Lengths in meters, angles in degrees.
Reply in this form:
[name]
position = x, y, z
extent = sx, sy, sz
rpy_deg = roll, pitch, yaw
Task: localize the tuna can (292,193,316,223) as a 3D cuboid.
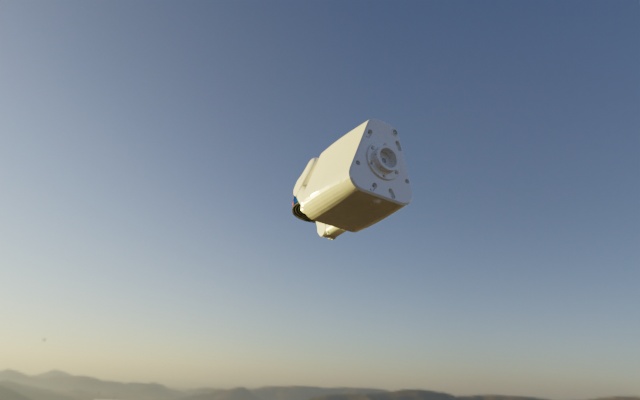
[tuna can]
position = 0.000, 0.002, 0.723
extent = 0.086, 0.033, 0.086
rpy_deg = 0, -26, 0
